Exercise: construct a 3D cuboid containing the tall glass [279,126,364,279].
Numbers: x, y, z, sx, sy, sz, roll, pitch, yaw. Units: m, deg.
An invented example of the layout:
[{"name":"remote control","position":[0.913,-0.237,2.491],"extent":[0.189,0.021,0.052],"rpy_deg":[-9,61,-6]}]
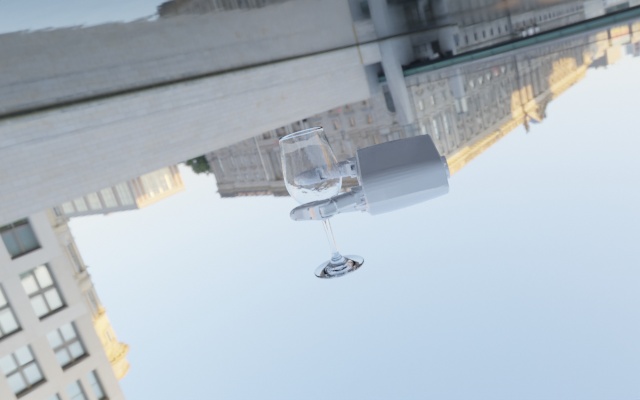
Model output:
[{"name":"tall glass","position":[0.000,0.003,0.662],"extent":[0.079,0.201,0.079],"rpy_deg":[-16,13,4]}]
